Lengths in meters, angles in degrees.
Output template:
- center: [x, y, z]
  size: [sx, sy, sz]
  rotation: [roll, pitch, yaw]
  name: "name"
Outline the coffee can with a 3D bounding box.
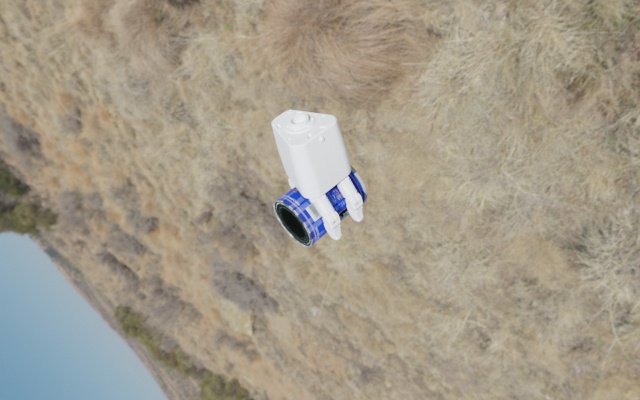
- center: [0.000, 0.003, 0.863]
  size: [0.140, 0.103, 0.103]
  rotation: [-38, 17, -23]
  name: "coffee can"
